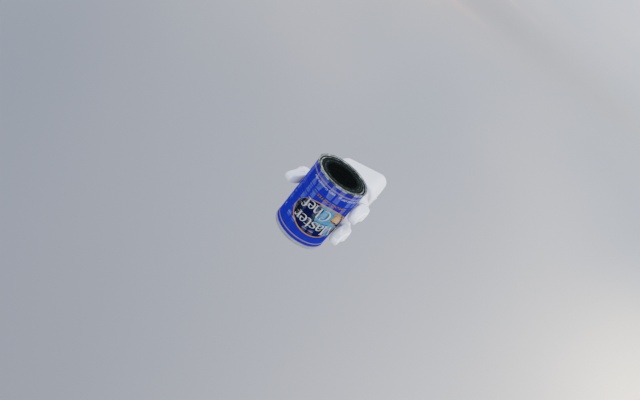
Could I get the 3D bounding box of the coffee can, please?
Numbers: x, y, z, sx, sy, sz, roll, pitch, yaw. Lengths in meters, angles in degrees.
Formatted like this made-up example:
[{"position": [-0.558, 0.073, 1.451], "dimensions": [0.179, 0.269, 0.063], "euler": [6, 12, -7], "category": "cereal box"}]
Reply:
[{"position": [0.000, 0.003, 0.841], "dimensions": [0.103, 0.102, 0.140], "euler": [0, -43, -50], "category": "coffee can"}]
